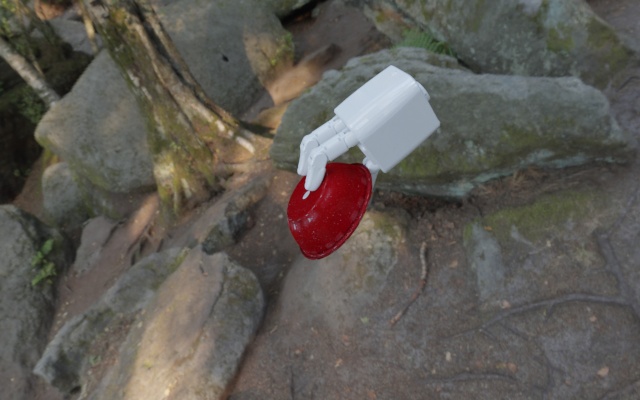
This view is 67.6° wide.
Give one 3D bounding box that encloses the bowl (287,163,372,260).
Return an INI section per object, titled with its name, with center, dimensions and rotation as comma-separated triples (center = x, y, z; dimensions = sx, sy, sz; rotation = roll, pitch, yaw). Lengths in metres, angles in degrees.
[bowl]
center = -0.001, 0.003, 0.695
dimensions = 0.055, 0.162, 0.162
rotation = 32, -16, -27
